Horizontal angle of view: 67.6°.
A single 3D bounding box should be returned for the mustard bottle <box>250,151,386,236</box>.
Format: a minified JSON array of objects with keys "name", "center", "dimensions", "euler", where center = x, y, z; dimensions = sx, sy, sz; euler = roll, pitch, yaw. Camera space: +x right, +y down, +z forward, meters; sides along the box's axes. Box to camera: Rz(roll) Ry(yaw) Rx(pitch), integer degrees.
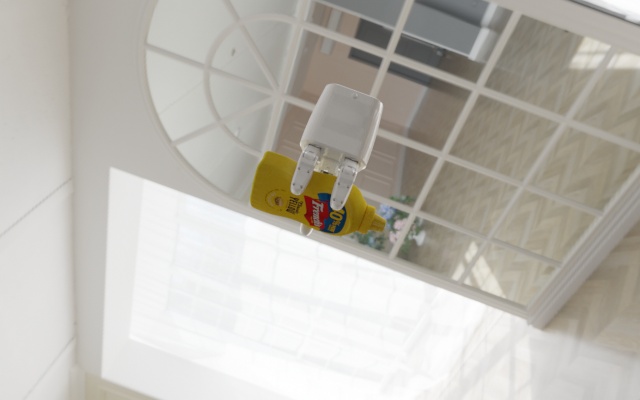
[{"name":"mustard bottle","center":[0.000,0.002,0.671],"dimensions":[0.191,0.058,0.096],"euler":[20,-44,0]}]
